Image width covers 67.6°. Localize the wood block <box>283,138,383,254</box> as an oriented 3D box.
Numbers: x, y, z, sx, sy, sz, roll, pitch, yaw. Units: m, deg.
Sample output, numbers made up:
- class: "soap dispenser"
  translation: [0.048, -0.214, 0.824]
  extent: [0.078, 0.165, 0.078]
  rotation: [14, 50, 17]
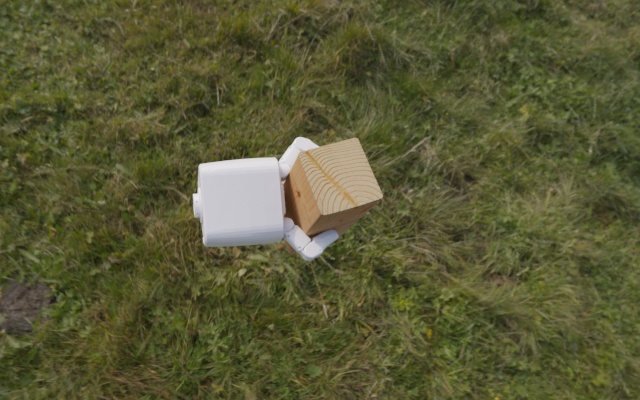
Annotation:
- class: "wood block"
  translation: [0.000, 0.003, 0.697]
  extent: [0.090, 0.090, 0.206]
  rotation: [-16, -14, -20]
